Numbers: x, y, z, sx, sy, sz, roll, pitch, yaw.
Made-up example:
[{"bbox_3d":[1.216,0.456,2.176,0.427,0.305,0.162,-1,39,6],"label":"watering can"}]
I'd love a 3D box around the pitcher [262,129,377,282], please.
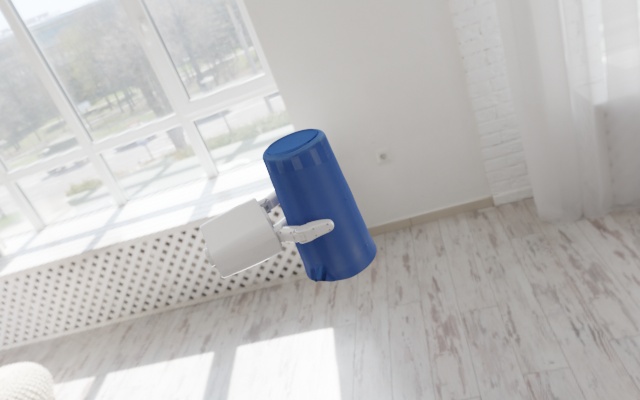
[{"bbox_3d":[0.000,0.003,0.811,0.145,0.243,0.149,-26,24,-9],"label":"pitcher"}]
